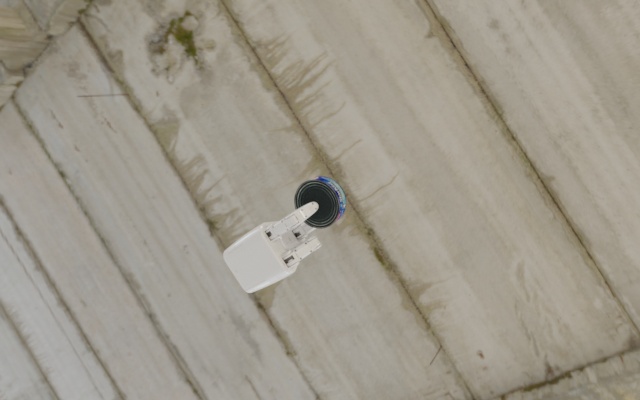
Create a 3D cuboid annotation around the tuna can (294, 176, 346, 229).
[{"bbox_3d":[0.000,0.002,0.816,0.086,0.086,0.033,0,15,28],"label":"tuna can"}]
